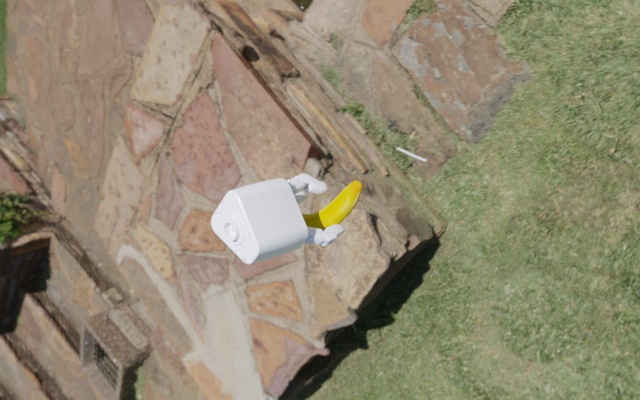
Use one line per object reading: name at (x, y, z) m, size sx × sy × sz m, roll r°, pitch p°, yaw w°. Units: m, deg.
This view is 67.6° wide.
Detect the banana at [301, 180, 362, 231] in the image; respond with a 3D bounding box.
banana at (0.003, 0.022, 0.847) m, size 0.198 × 0.069 × 0.037 m, roll -18°, pitch -5°, yaw 44°
